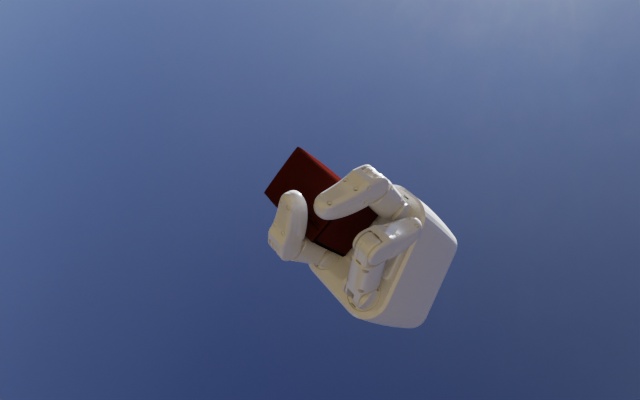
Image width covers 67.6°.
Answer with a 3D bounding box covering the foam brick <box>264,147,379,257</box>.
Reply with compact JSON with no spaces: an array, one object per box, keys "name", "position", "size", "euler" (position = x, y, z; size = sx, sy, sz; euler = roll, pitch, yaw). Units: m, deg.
[{"name":"foam brick","position":[0.000,0.001,0.412],"size":[0.078,0.053,0.051],"euler":[44,8,37]}]
